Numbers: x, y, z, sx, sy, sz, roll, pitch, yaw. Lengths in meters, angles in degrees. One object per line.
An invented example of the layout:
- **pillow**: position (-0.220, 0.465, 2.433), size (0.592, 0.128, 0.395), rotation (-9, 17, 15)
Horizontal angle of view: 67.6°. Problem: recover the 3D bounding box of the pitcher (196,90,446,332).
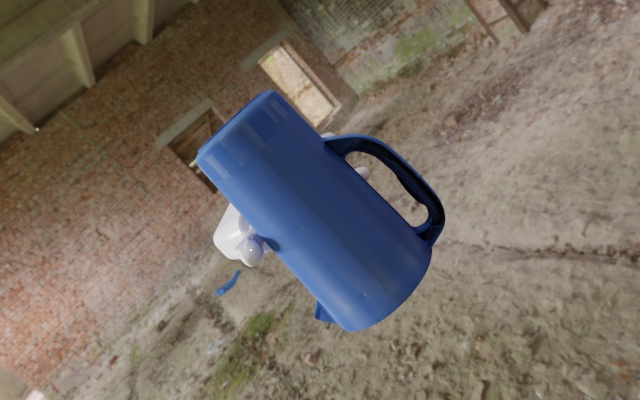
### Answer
- **pitcher**: position (0.000, 0.002, 0.495), size (0.149, 0.243, 0.145), rotation (-50, 13, -29)
